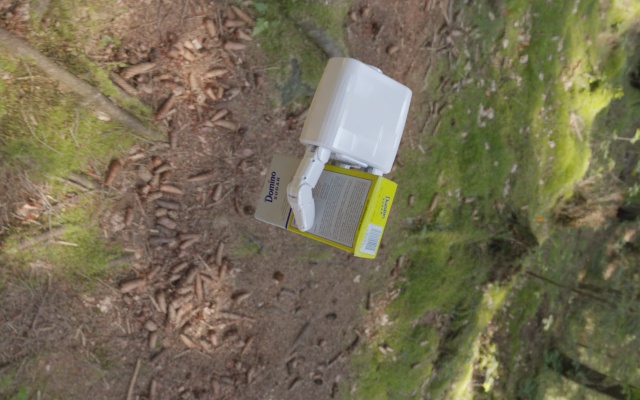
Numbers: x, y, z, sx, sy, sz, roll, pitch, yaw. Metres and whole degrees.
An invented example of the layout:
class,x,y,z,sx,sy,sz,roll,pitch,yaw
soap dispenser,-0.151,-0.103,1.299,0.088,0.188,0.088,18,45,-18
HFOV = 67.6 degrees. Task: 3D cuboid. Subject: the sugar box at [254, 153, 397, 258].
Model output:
class,x,y,z,sx,sy,sz,roll,pitch,yaw
sugar box,0.001,0.002,0.588,0.176,0.093,0.048,17,-2,44
